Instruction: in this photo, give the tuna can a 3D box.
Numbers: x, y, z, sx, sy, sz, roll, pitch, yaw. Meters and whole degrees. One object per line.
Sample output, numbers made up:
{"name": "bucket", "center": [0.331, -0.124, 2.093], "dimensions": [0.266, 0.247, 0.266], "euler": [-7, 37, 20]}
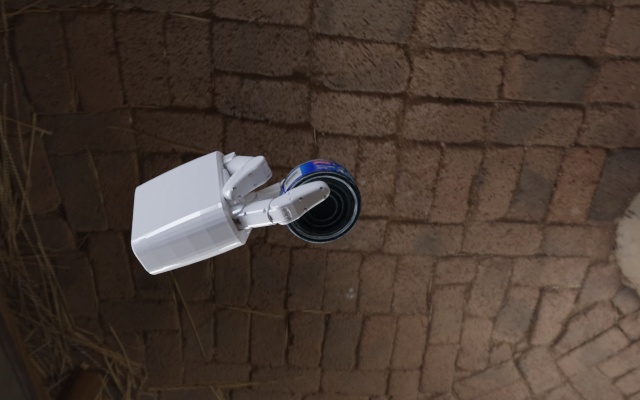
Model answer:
{"name": "tuna can", "center": [0.000, 0.002, 0.508], "dimensions": [0.086, 0.086, 0.033], "euler": [0, 25, -9]}
